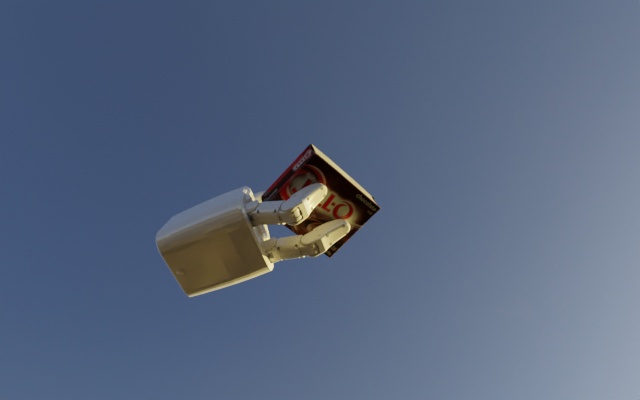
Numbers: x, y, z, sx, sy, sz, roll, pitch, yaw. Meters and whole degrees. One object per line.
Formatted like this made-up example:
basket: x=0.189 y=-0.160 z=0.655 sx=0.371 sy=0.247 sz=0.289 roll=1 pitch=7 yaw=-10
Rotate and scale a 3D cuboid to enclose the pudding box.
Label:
pudding box: x=0.000 y=0.002 z=0.566 sx=0.113 sy=0.090 sz=0.039 roll=37 pitch=16 yaw=-27
